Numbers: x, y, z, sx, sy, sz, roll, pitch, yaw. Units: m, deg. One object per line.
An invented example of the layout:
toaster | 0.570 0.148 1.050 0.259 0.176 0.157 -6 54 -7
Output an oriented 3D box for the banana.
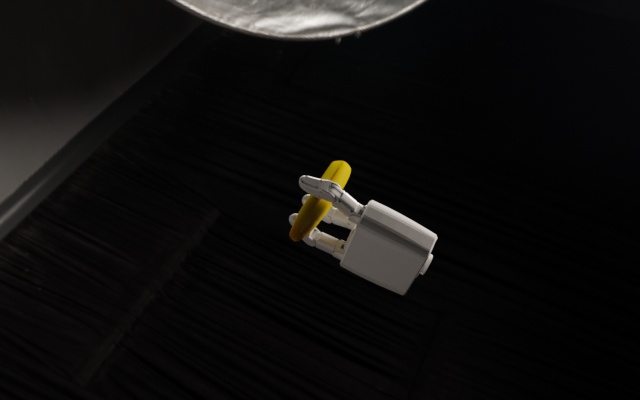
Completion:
banana | 0.009 -0.012 0.718 0.037 0.070 0.197 31 36 1
